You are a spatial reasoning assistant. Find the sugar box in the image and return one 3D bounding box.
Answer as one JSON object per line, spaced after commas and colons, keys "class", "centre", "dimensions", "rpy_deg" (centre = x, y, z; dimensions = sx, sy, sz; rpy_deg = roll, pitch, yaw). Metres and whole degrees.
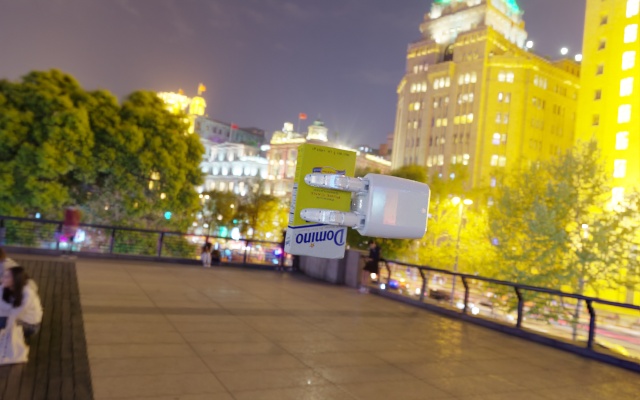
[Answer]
{"class": "sugar box", "centre": [0.000, 0.002, 0.767], "dimensions": [0.093, 0.176, 0.048], "rpy_deg": [7, -3, -16]}
